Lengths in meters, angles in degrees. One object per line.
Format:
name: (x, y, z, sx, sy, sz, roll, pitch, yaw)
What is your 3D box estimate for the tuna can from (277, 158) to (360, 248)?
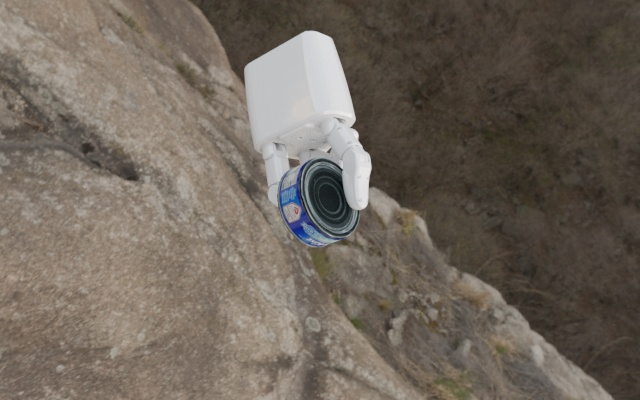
tuna can: (0.000, 0.001, 0.475, 0.034, 0.086, 0.086, -23, -16, 40)
